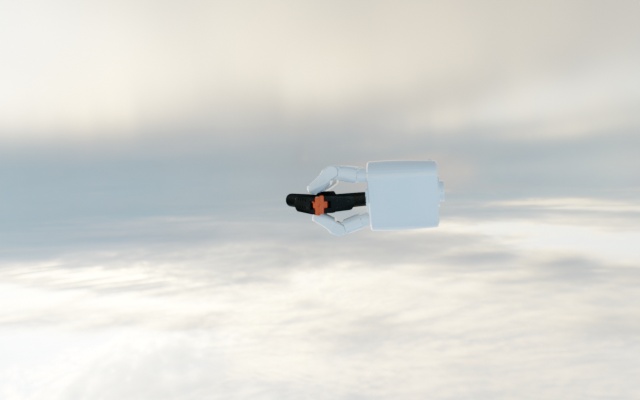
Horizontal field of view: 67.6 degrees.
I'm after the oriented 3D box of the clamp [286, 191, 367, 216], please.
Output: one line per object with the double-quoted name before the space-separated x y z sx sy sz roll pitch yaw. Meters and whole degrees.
"clamp" 0.000 0.003 0.787 0.164 0.036 0.210 -2 3 13
